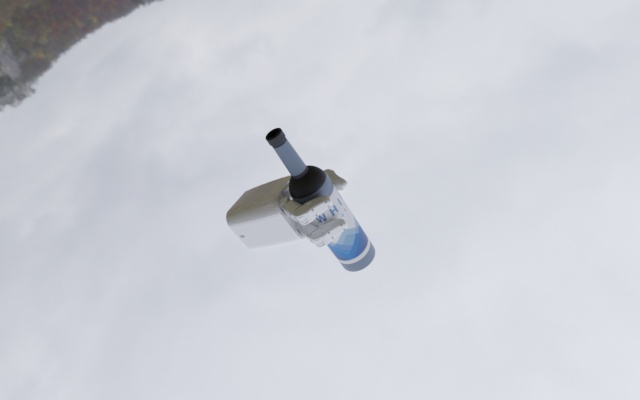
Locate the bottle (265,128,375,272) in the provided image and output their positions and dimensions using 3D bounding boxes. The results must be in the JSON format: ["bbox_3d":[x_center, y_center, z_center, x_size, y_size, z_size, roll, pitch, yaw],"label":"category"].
[{"bbox_3d":[0.000,0.003,0.771,0.069,0.069,0.296,0,-42,39],"label":"bottle"}]
